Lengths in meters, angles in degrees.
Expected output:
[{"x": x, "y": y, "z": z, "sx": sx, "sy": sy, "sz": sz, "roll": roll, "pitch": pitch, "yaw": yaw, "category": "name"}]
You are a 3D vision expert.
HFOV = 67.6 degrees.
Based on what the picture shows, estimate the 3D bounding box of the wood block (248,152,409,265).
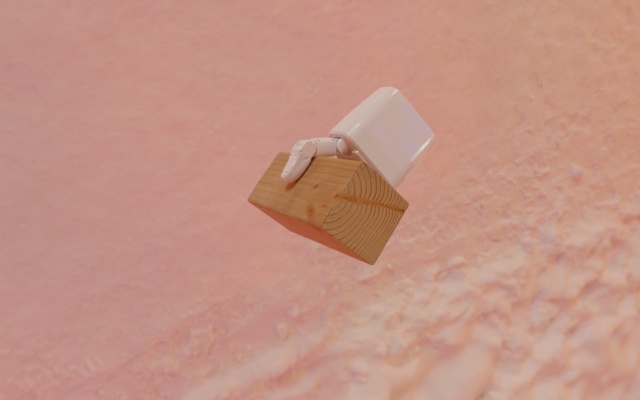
[{"x": 0.000, "y": 0.002, "z": 0.621, "sx": 0.091, "sy": 0.090, "sz": 0.206, "roll": 39, "pitch": -13, "yaw": -30, "category": "wood block"}]
